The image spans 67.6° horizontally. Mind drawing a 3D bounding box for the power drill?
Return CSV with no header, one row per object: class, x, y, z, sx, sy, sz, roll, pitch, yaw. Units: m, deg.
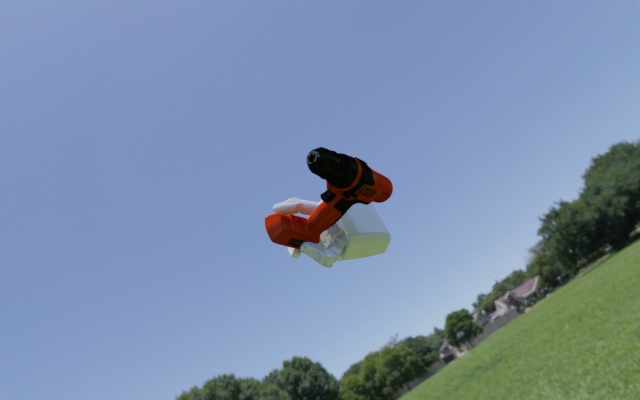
power drill,0.000,0.003,0.747,0.188,0.057,0.184,-39,-38,26
